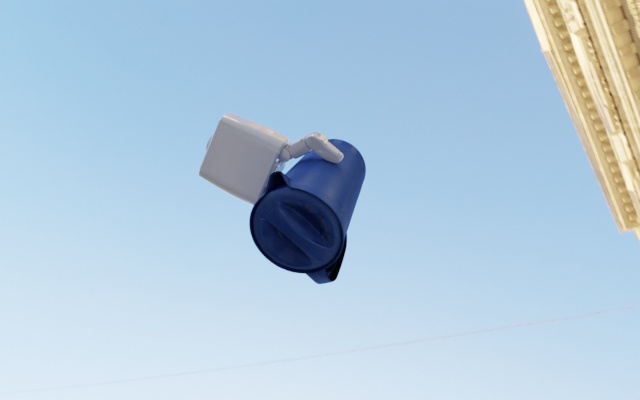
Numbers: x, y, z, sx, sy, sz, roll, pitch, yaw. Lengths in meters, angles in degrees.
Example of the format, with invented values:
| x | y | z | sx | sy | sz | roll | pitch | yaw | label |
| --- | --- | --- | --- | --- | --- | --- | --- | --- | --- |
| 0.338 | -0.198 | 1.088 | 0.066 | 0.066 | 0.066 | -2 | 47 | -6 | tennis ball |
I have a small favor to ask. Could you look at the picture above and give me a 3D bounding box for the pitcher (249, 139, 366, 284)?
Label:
| x | y | z | sx | sy | sz | roll | pitch | yaw | label |
| --- | --- | --- | --- | --- | --- | --- | --- | --- | --- |
| 0.000 | 0.002 | 0.739 | 0.145 | 0.149 | 0.242 | 26 | 31 | 4 | pitcher |
